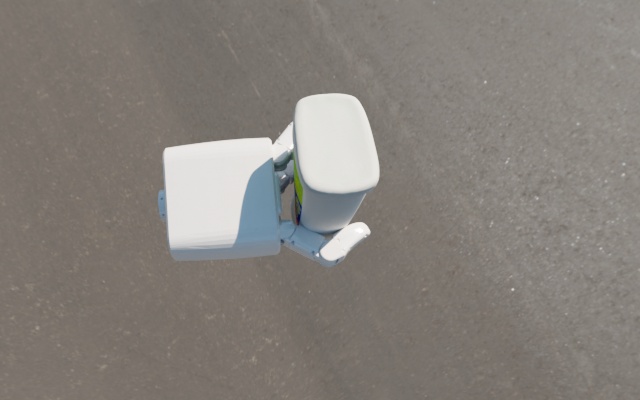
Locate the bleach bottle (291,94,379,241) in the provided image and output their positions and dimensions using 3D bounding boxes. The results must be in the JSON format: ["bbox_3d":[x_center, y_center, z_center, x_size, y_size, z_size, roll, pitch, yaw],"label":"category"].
[{"bbox_3d":[0.000,0.002,0.507,0.068,0.102,0.251,-5,-25,-8],"label":"bleach bottle"}]
